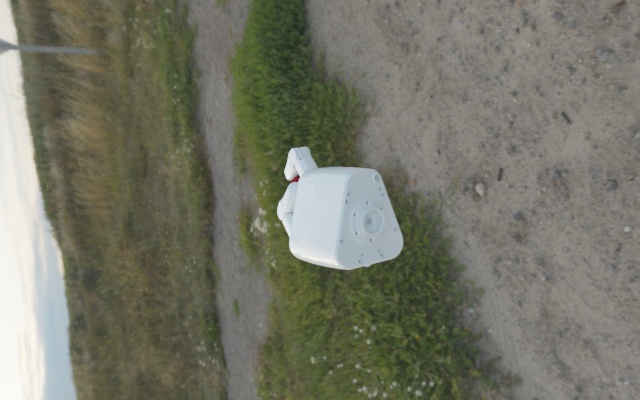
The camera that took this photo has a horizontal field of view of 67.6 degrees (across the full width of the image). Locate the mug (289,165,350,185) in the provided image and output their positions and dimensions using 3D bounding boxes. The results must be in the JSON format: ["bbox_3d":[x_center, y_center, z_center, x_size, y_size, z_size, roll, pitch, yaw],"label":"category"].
[{"bbox_3d":[-0.001,0.002,0.669,0.081,0.093,0.117,-9,5,-29],"label":"mug"}]
